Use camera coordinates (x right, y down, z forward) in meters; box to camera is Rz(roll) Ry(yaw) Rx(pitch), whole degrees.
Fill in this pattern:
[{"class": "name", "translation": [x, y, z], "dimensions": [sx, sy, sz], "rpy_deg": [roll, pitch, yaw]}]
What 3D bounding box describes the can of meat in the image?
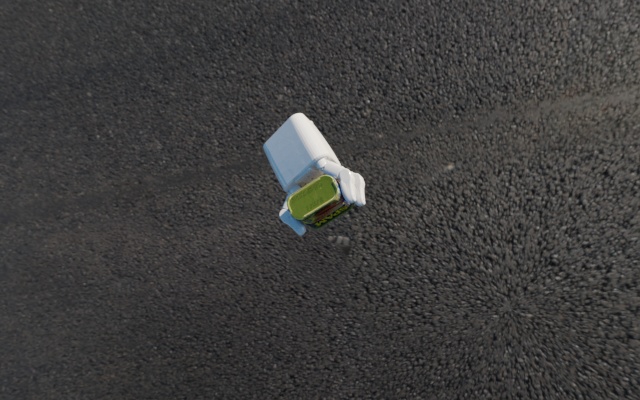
[{"class": "can of meat", "translation": [0.000, 0.003, 0.856], "dimensions": [0.102, 0.057, 0.084], "rpy_deg": [-32, -22, 12]}]
